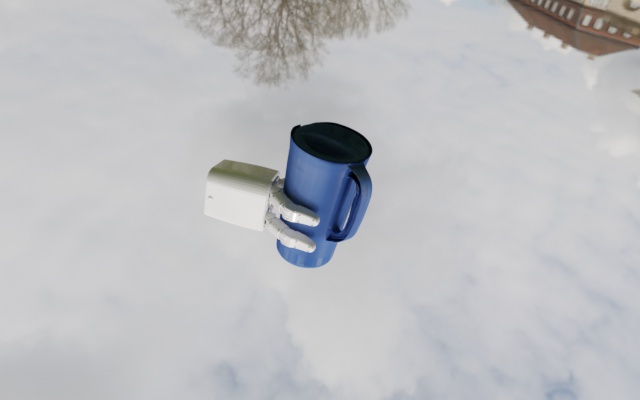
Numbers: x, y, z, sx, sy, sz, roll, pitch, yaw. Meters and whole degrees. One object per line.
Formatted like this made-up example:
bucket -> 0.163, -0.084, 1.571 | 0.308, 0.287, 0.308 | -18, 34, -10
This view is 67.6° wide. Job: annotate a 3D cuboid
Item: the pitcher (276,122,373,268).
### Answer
pitcher -> 0.000, 0.003, 0.809 | 0.145, 0.243, 0.149 | 14, 34, 0
